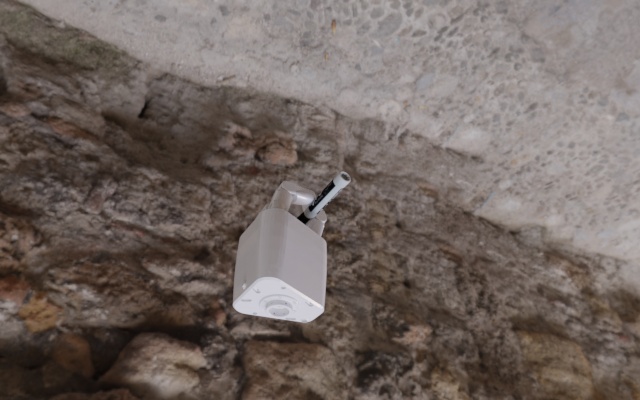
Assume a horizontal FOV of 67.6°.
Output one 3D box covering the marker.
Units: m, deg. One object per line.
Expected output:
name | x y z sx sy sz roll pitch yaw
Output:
marker | 0.000 0.002 0.669 0.020 0.020 0.121 0 -34 -41
